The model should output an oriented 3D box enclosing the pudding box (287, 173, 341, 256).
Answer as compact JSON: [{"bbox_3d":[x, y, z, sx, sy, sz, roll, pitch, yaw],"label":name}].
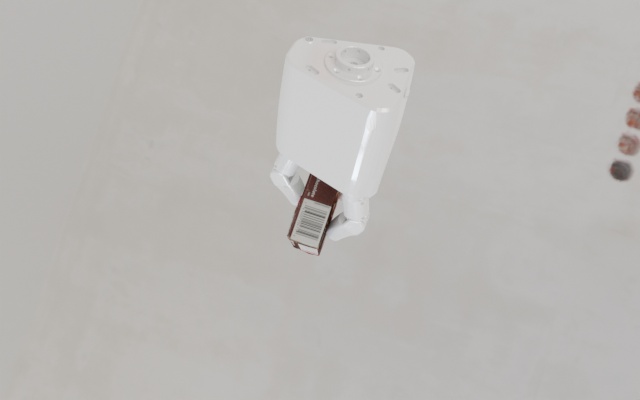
[{"bbox_3d":[0.000,0.002,0.540,0.039,0.113,0.090,20,-10,5],"label":"pudding box"}]
